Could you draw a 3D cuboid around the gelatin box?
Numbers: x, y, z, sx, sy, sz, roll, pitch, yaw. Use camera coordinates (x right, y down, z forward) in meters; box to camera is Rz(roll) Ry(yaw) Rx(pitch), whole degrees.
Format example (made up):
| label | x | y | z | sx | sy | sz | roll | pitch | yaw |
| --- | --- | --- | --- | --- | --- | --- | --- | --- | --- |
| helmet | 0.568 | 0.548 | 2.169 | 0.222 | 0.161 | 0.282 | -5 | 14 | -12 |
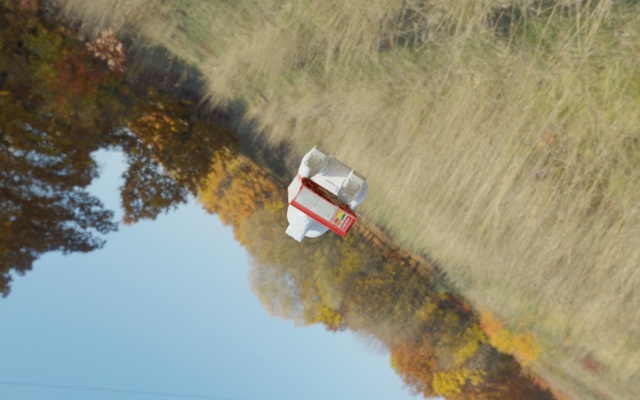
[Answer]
| label | x | y | z | sx | sy | sz | roll | pitch | yaw |
| --- | --- | --- | --- | --- | --- | --- | --- | --- | --- |
| gelatin box | 0.000 | 0.002 | 0.556 | 0.073 | 0.030 | 0.089 | 32 | 8 | -10 |
